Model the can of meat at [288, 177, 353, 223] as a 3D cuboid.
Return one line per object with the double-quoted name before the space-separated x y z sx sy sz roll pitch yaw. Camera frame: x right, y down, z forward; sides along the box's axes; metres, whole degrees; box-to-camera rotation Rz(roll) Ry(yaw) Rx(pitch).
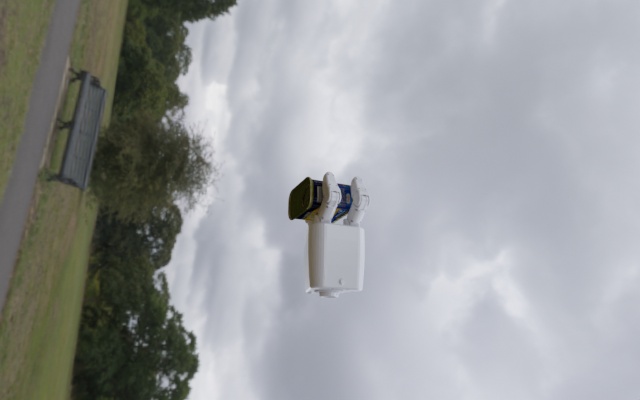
"can of meat" 0.000 0.003 0.839 0.084 0.057 0.102 8 -21 -23
